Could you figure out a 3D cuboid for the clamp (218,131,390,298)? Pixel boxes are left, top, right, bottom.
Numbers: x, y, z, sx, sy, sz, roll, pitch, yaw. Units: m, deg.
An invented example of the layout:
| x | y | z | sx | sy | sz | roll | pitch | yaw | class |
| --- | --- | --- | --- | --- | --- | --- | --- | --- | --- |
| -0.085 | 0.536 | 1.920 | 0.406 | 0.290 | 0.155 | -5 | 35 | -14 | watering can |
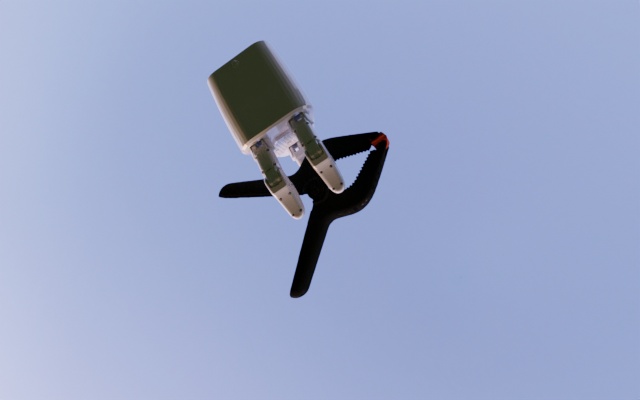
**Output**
| x | y | z | sx | sy | sz | roll | pitch | yaw | class |
| --- | --- | --- | --- | --- | --- | --- | --- | --- | --- |
| 0.001 | 0.001 | 0.560 | 0.210 | 0.164 | 0.036 | -33 | -11 | 9 | clamp |
